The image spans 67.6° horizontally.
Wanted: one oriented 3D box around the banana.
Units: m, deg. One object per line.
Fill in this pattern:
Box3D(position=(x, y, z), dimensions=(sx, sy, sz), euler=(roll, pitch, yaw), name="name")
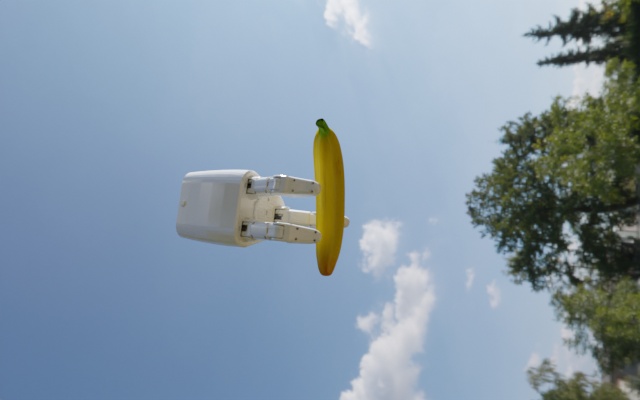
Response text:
Box3D(position=(0.007, -0.006, 0.601), dimensions=(0.037, 0.198, 0.069), euler=(3, 17, 23), name="banana")
